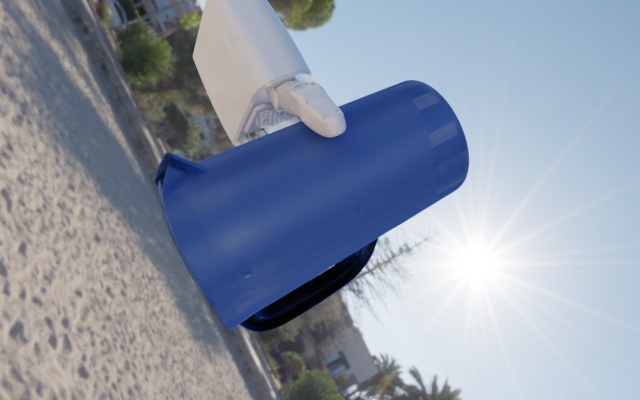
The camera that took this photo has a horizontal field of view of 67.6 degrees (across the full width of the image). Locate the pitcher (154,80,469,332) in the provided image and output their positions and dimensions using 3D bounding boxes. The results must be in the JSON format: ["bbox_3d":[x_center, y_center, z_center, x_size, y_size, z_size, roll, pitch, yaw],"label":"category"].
[{"bbox_3d":[0.000,0.001,0.407,0.243,0.145,0.149,-26,-13,-13],"label":"pitcher"}]
